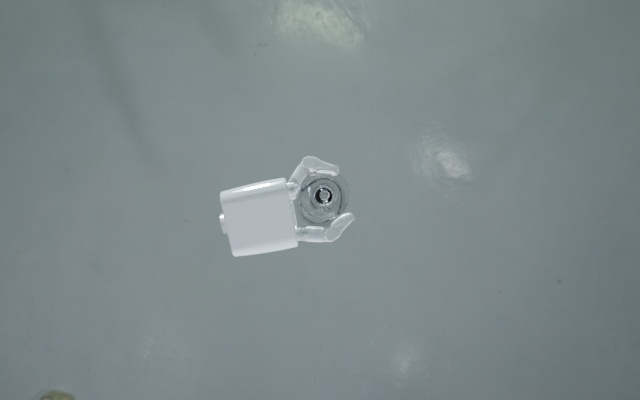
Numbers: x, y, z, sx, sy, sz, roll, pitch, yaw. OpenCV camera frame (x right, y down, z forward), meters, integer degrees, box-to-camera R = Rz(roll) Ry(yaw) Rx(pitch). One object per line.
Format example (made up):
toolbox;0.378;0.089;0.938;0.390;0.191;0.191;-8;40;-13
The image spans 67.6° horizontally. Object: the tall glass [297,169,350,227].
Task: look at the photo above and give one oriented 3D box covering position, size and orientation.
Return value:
tall glass;0.000;0.003;0.787;0.079;0.079;0.201;0;-7;-3
